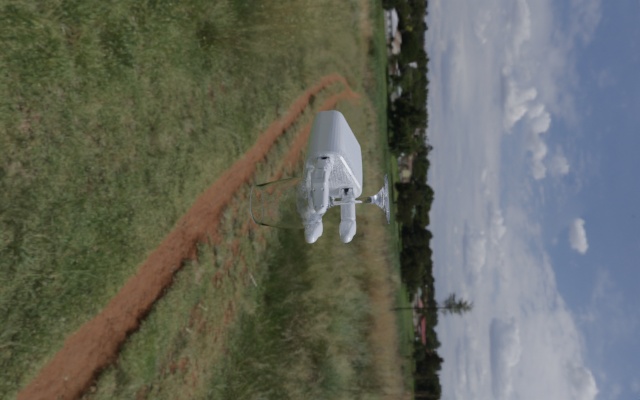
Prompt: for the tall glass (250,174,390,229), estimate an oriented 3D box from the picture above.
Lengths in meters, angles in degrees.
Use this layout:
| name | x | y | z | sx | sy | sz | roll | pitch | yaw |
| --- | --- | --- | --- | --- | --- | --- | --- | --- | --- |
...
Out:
| name | x | y | z | sx | sy | sz | roll | pitch | yaw |
| --- | --- | --- | --- | --- | --- | --- | --- | --- | --- |
| tall glass | 0.001 | 0.002 | 0.712 | 0.201 | 0.079 | 0.079 | -3 | -1 | 10 |
